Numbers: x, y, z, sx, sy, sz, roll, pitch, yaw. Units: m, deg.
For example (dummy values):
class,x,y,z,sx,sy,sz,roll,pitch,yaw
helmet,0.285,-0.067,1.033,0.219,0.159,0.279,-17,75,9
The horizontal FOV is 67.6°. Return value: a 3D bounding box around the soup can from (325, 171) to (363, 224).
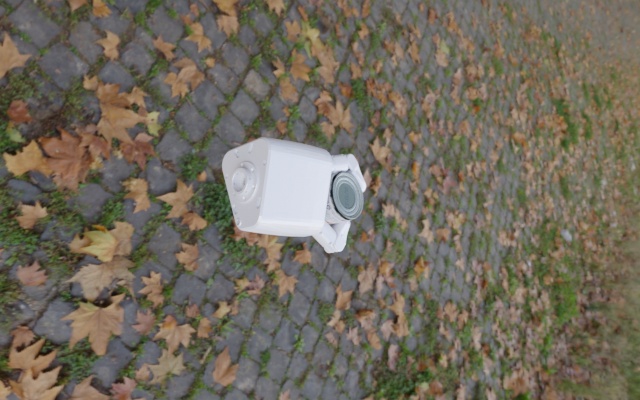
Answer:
class,x,y,z,sx,sy,sz,roll,pitch,yaw
soup can,0.001,0.002,0.666,0.102,0.068,0.068,-14,-9,41
